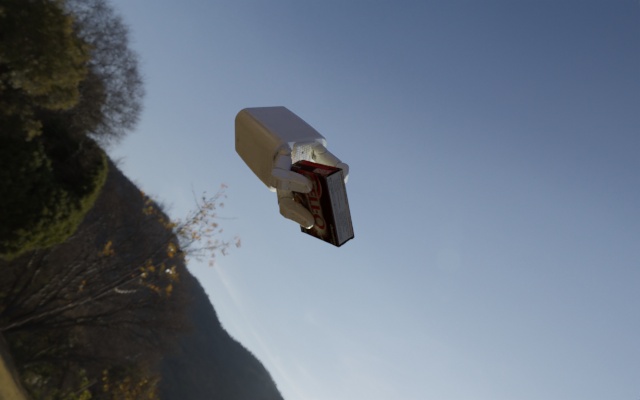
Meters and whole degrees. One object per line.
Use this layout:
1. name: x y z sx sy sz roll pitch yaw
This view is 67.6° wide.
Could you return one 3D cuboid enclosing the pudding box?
1. pudding box: 0.000 0.002 0.693 0.039 0.113 0.090 -29 28 -30
